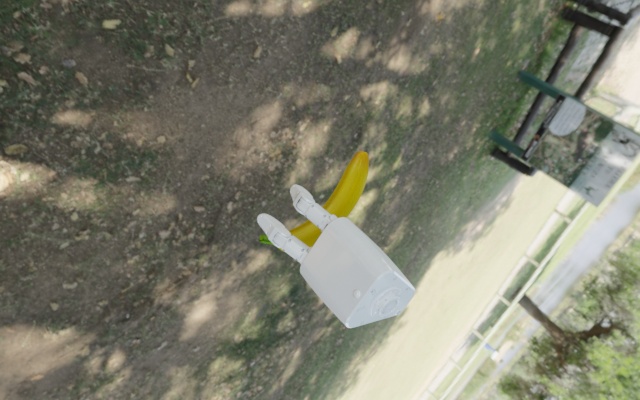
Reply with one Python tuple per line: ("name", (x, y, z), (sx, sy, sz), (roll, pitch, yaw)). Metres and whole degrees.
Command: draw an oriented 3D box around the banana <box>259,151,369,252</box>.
("banana", (0.007, 0.015, 0.689), (0.070, 0.198, 0.037), (47, 2, -40))
